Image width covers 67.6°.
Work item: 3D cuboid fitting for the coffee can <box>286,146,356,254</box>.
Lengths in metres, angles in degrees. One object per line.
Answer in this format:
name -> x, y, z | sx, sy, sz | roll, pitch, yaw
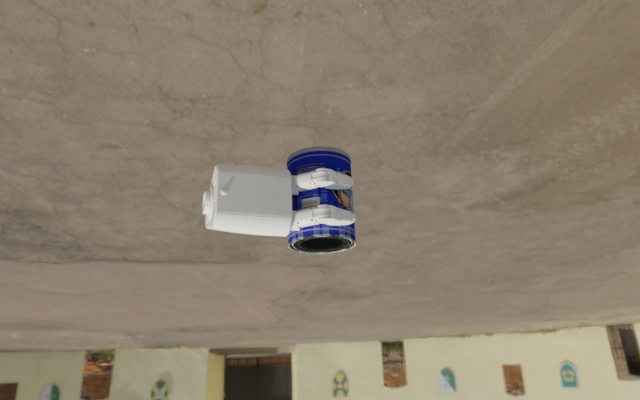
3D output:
coffee can -> 0.000, 0.002, 0.734 | 0.103, 0.140, 0.103 | -2, -20, -1
